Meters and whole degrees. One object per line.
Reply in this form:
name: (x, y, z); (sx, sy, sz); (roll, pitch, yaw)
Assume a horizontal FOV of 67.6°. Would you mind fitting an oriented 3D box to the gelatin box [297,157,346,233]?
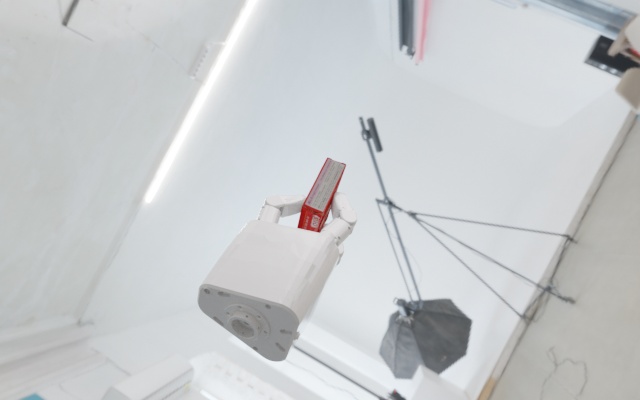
gelatin box: (0.000, 0.002, 0.603); (0.030, 0.089, 0.073); (22, -37, 4)
